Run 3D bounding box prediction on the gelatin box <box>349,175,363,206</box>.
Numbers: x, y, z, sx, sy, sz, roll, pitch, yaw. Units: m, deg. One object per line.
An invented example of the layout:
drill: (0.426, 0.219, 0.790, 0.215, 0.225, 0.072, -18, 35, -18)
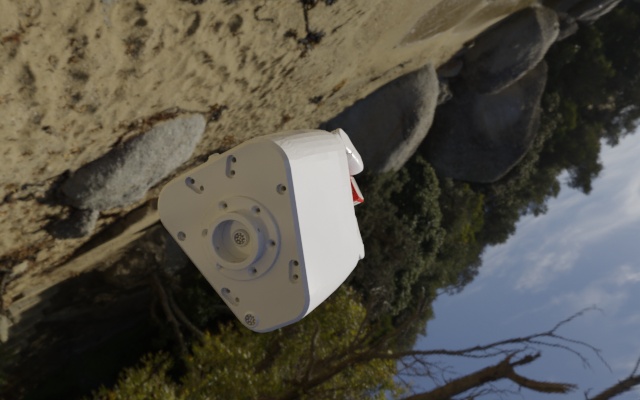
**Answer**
gelatin box: (0.000, 0.002, 0.447, 0.073, 0.030, 0.089, -24, -4, 7)
